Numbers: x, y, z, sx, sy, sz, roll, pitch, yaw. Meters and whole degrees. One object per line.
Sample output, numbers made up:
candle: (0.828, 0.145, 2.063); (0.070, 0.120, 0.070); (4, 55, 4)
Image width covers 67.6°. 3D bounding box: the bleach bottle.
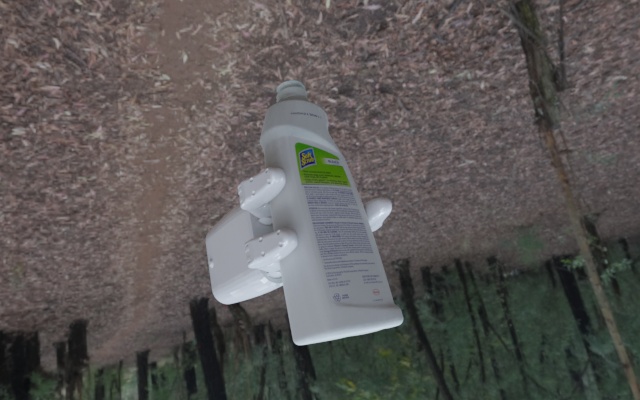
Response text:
bleach bottle: (0.000, 0.002, 0.456); (0.102, 0.250, 0.068); (4, -24, -40)
